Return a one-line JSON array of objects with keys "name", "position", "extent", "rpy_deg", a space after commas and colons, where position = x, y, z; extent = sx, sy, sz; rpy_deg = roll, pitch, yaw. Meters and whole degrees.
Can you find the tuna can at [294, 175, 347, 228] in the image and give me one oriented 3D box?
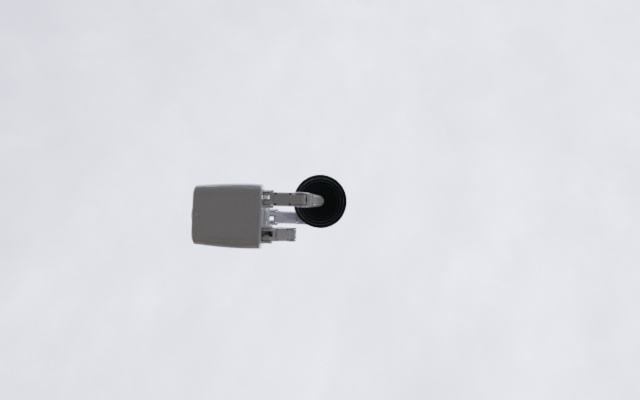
[{"name": "tuna can", "position": [0.000, 0.003, 0.777], "extent": [0.086, 0.086, 0.034], "rpy_deg": [0, -5, 4]}]
